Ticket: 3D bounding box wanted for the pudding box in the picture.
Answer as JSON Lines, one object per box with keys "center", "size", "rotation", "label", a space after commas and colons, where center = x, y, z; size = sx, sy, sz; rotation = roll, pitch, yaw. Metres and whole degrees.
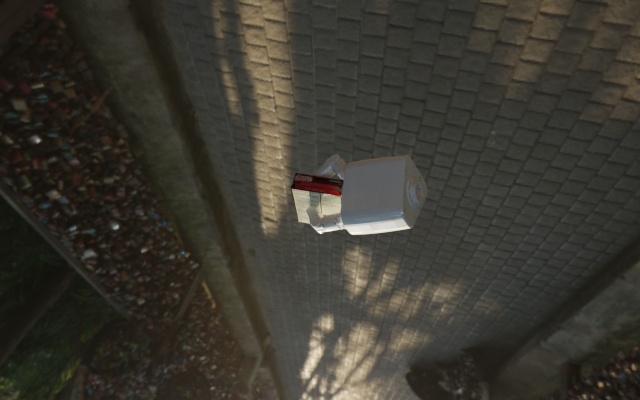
{"center": [0.000, 0.003, 0.840], "size": [0.090, 0.039, 0.114], "rotation": [10, -34, 12], "label": "pudding box"}
